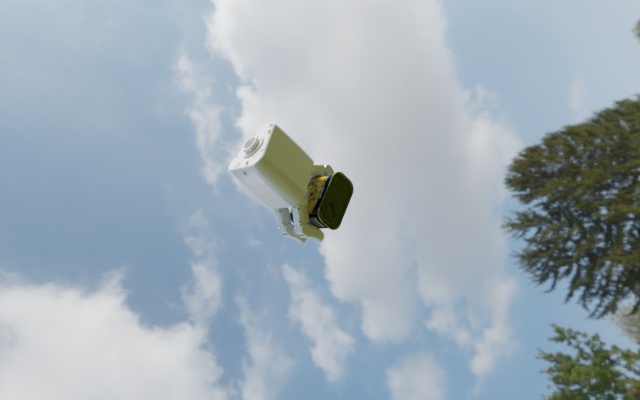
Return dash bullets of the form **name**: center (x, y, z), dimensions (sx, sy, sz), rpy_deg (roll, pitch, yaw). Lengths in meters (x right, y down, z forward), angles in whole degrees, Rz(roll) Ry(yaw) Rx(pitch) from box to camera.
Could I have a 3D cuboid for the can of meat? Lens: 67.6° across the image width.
- **can of meat**: center (0.000, 0.003, 0.856), dimensions (0.084, 0.102, 0.057), rpy_deg (-5, -37, 46)
